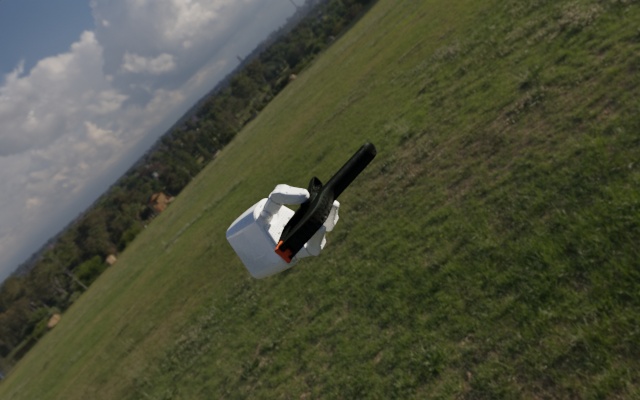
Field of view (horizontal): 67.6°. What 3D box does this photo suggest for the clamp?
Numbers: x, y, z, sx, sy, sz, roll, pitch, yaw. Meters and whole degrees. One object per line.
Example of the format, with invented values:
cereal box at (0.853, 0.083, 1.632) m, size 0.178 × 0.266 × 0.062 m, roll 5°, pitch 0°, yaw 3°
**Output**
clamp at (-0.001, 0.002, 0.708) m, size 0.165 × 0.036 × 0.210 m, roll -34°, pitch 18°, yaw 46°
